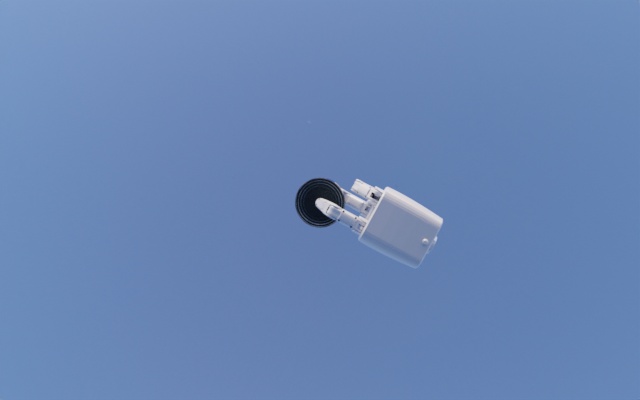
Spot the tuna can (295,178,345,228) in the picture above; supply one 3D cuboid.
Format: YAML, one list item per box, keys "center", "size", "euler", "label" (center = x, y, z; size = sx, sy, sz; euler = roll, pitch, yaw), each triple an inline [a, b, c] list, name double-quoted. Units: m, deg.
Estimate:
- center: [0.000, 0.003, 0.830]
  size: [0.086, 0.086, 0.034]
  euler: [0, 4, 4]
  label: "tuna can"
